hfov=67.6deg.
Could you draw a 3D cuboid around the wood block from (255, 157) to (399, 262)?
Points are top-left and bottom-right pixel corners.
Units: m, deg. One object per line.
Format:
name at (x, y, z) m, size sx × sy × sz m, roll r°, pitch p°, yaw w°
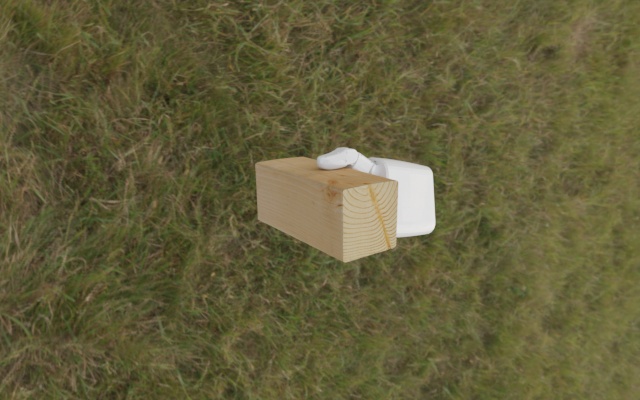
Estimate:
wood block at (0.001, 0.002, 0.650) m, size 0.090 × 0.091 × 0.206 m, roll -11°, pitch 18°, yaw -35°
